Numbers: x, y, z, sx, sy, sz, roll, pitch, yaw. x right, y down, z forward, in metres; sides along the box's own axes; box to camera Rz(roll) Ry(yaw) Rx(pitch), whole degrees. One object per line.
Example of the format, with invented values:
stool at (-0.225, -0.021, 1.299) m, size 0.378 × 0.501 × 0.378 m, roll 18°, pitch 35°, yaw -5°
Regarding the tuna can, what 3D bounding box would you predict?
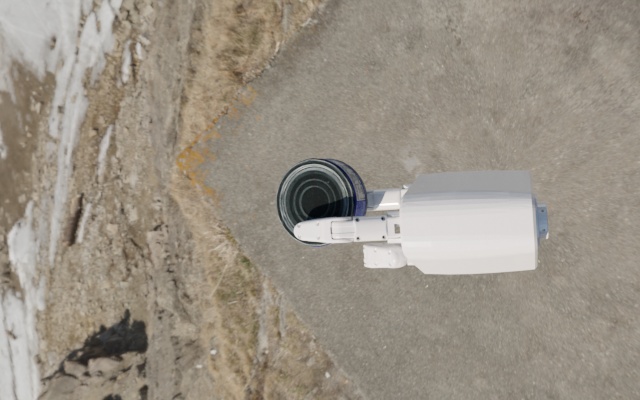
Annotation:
tuna can at (0.000, 0.002, 0.464) m, size 0.086 × 0.086 × 0.034 m, roll 0°, pitch 2°, yaw 26°
